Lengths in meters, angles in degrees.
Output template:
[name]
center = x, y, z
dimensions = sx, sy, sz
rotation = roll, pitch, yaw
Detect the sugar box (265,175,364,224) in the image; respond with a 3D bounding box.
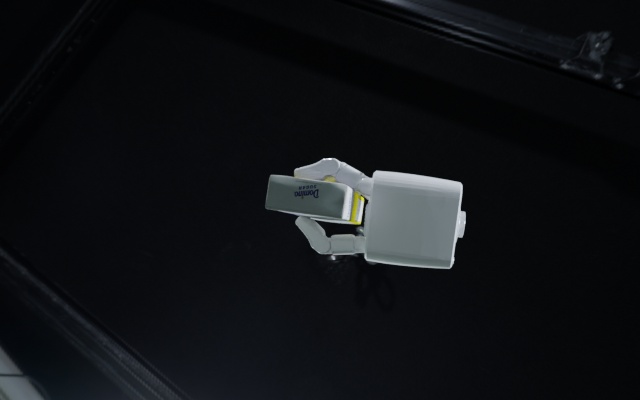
[sugar box]
center = 0.000, 0.001, 0.616
dimensions = 0.093, 0.048, 0.176
rotation = 8, -5, 11
